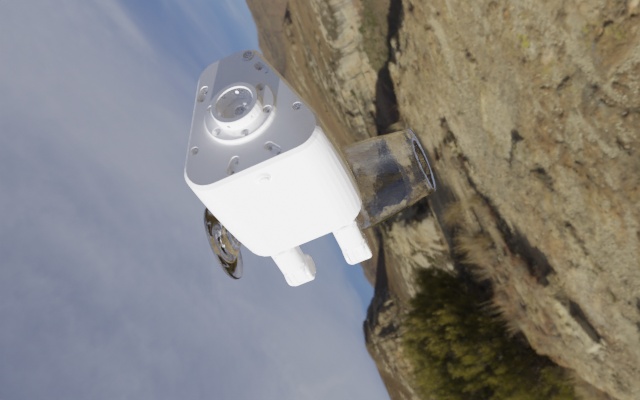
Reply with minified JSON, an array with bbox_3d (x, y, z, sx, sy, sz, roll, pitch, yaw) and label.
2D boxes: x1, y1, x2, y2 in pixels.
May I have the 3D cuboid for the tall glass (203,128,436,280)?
[{"bbox_3d":[-0.001,0.002,0.438,0.201,0.079,0.079,-23,-2,6],"label":"tall glass"}]
